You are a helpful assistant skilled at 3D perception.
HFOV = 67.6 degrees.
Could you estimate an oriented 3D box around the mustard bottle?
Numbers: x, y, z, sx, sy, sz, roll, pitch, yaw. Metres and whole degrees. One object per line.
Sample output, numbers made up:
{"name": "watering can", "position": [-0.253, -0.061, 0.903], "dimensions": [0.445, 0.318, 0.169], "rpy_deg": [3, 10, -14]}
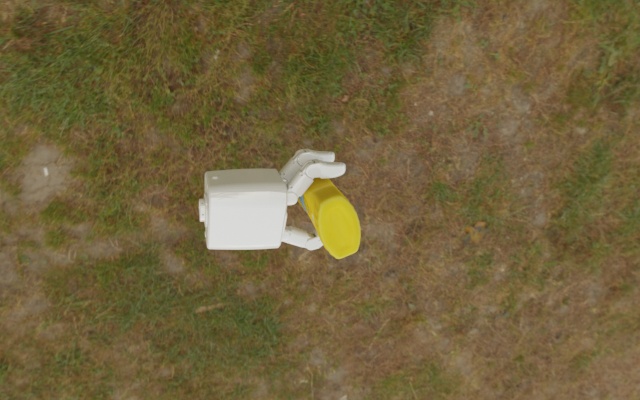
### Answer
{"name": "mustard bottle", "position": [0.001, 0.002, 0.713], "dimensions": [0.058, 0.096, 0.191], "rpy_deg": [-23, 27, -7]}
